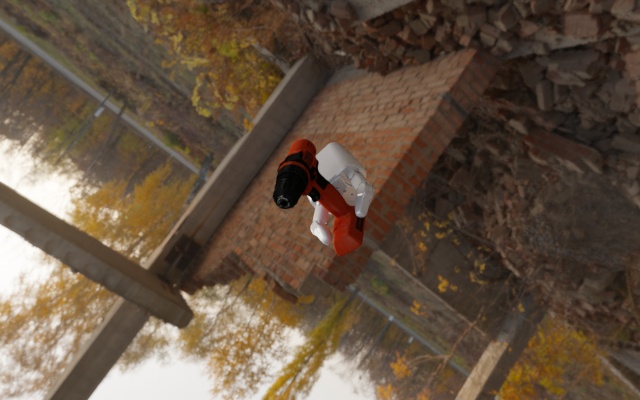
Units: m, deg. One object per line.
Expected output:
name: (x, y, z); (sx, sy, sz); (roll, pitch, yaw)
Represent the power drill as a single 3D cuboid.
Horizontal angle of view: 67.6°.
power drill: (0.000, 0.003, 0.798); (0.057, 0.188, 0.184); (-27, 25, 26)
